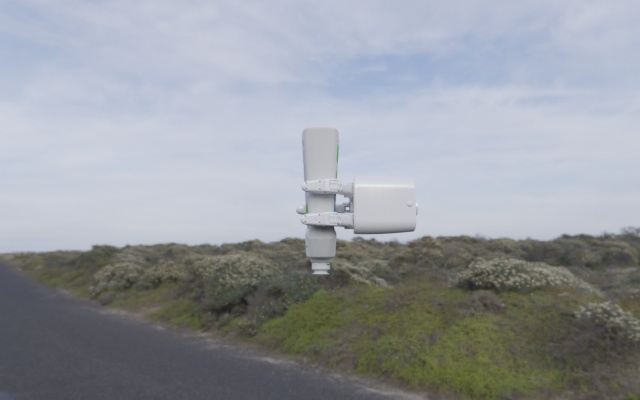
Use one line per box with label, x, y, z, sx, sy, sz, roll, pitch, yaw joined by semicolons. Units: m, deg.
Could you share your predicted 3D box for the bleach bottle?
bleach bottle;0.000;0.003;0.842;0.068;0.251;0.102;0;-7;0
